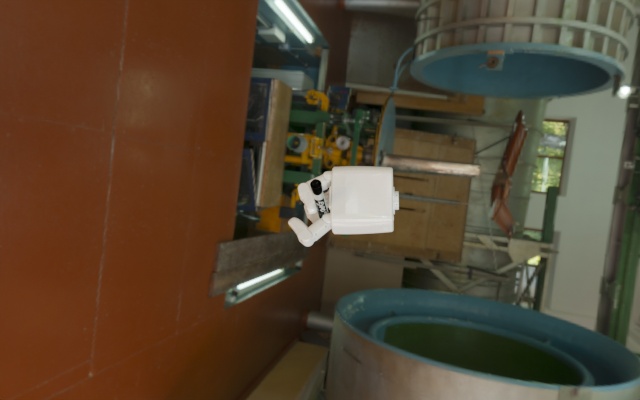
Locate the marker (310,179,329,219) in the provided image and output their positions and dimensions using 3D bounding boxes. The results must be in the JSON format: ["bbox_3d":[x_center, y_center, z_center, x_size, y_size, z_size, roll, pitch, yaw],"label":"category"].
[{"bbox_3d":[0.000,0.003,0.803,0.020,0.020,0.121,0,-32,10],"label":"marker"}]
